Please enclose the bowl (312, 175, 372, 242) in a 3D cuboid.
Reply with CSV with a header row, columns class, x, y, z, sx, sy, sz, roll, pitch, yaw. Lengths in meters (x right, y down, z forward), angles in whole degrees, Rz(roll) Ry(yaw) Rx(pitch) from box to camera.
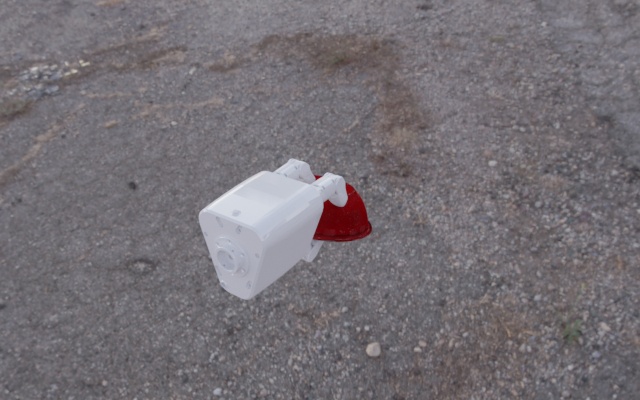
class,x,y,z,sx,sy,sz,roll,pitch,yaw
bowl,0.001,0.001,0.688,0.162,0.055,0.162,9,17,-3
